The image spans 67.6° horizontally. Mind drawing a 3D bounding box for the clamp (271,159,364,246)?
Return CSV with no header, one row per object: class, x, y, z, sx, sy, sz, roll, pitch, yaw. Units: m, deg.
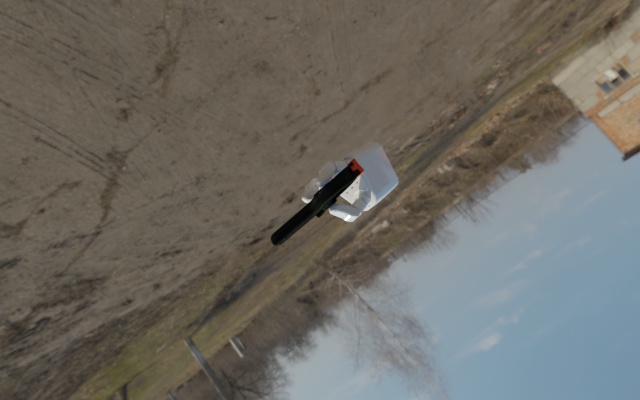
clamp,0.001,0.003,0.871,0.164,0.036,0.210,-36,-7,-46
